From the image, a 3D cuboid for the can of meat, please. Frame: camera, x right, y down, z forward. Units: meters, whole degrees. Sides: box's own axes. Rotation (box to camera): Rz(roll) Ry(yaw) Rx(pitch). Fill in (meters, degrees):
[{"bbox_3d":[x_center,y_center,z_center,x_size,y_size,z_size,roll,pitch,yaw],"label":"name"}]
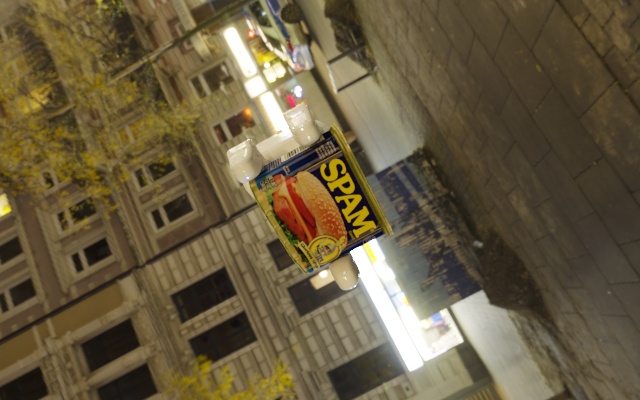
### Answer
[{"bbox_3d":[0.000,0.002,0.400,0.084,0.102,0.057,-28,20,3],"label":"can of meat"}]
